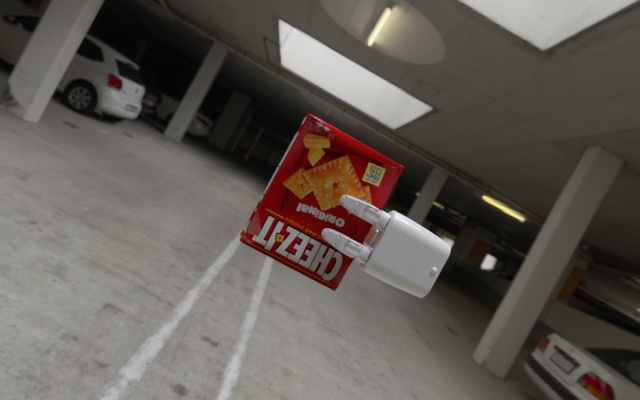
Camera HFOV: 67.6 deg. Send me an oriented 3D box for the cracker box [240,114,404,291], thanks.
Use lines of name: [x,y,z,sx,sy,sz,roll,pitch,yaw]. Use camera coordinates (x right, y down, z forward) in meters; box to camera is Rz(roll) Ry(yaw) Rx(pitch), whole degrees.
cracker box: [0.000,0.002,0.719,0.164,0.213,0.072,29,0,-8]
